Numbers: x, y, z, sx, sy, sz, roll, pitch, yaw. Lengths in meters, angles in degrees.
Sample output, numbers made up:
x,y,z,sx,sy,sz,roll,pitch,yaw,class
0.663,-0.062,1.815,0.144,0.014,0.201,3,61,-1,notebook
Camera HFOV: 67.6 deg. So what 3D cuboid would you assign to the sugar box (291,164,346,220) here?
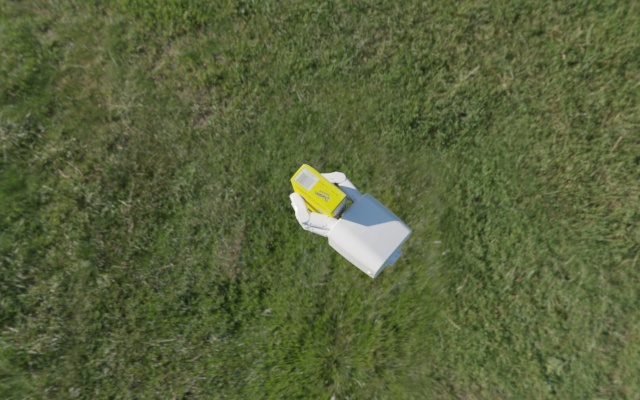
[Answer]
x,y,z,sx,sy,sz,roll,pitch,yaw,class
0.000,0.003,0.874,0.093,0.048,0.176,39,-13,13,sugar box
